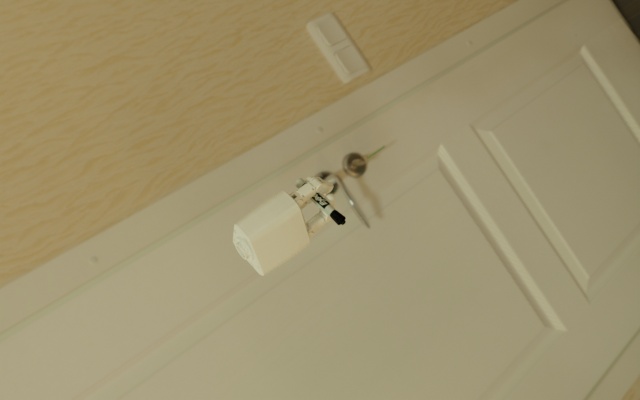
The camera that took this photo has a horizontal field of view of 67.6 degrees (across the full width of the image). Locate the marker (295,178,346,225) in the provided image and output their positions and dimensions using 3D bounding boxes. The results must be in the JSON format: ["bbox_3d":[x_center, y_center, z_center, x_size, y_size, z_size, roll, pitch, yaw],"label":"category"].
[{"bbox_3d":[0.000,0.003,0.838,0.121,0.020,0.020,42,22,27],"label":"marker"}]
